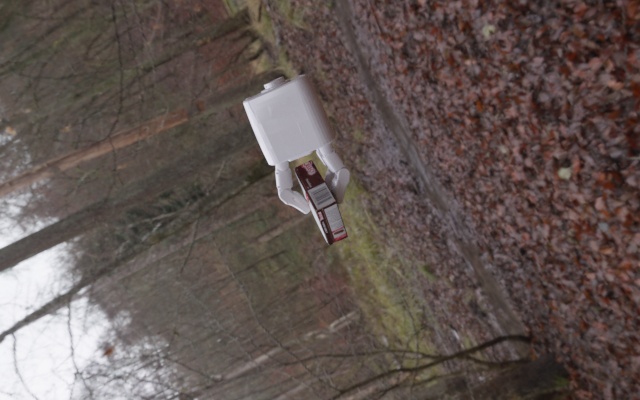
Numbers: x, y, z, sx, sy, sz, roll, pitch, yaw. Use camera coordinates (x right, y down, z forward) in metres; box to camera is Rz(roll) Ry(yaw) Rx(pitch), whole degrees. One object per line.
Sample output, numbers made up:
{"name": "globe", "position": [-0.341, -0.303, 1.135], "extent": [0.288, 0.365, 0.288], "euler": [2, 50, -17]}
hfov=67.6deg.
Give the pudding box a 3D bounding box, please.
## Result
{"name": "pudding box", "position": [0.000, 0.003, 0.775], "extent": [0.039, 0.090, 0.113], "euler": [-24, 45, -3]}
